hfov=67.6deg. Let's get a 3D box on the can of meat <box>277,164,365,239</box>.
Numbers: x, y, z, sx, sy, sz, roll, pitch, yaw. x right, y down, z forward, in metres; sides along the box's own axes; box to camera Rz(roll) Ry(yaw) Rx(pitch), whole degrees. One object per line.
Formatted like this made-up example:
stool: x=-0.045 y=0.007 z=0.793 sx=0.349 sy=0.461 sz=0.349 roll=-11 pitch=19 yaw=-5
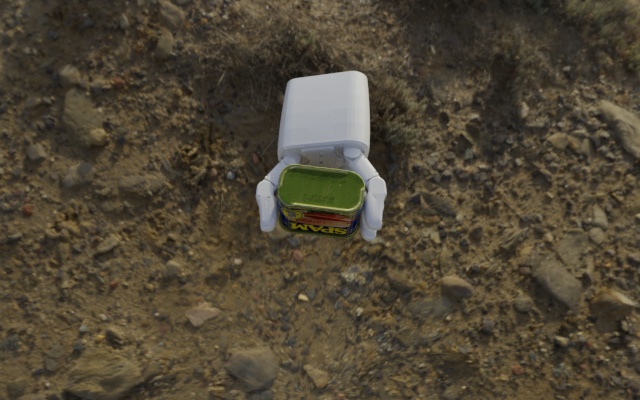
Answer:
can of meat: x=0.000 y=0.002 z=0.560 sx=0.102 sy=0.057 sz=0.084 roll=6 pitch=-23 yaw=1
